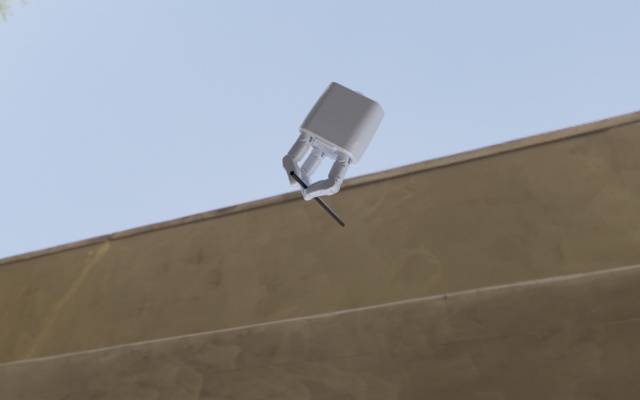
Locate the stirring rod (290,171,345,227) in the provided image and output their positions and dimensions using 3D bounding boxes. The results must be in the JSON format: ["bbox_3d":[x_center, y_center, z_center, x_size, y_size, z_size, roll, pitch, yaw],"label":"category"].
[{"bbox_3d":[0.000,0.003,0.863,0.011,0.011,0.240,0,-23,24],"label":"stirring rod"}]
